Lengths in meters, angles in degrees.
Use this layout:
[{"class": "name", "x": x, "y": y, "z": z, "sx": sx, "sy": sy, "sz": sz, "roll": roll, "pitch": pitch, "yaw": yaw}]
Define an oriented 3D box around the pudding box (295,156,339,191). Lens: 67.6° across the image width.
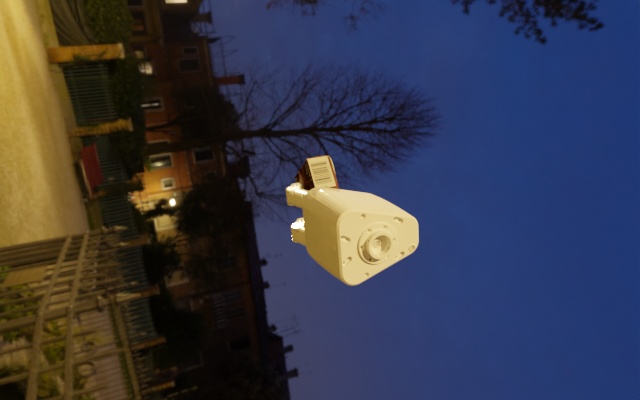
[{"class": "pudding box", "x": 0.000, "y": 0.002, "z": 0.690, "sx": 0.039, "sy": 0.113, "sz": 0.090, "roll": -10, "pitch": -11, "yaw": -18}]
